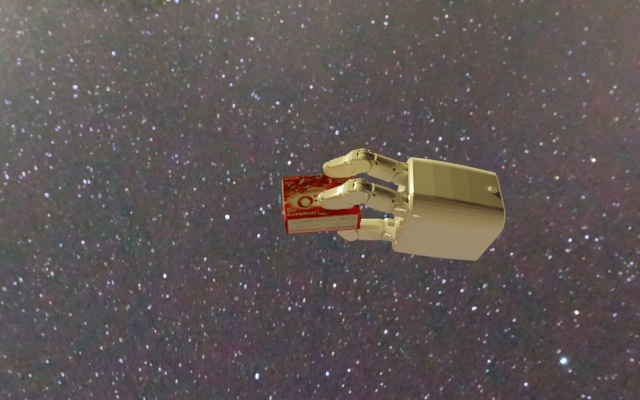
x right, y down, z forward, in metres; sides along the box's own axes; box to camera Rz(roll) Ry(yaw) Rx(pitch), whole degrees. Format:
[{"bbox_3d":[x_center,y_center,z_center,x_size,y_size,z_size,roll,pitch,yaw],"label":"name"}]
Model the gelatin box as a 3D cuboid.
[{"bbox_3d":[0.000,0.002,0.571,0.089,0.030,0.073,-4,45,-4],"label":"gelatin box"}]
